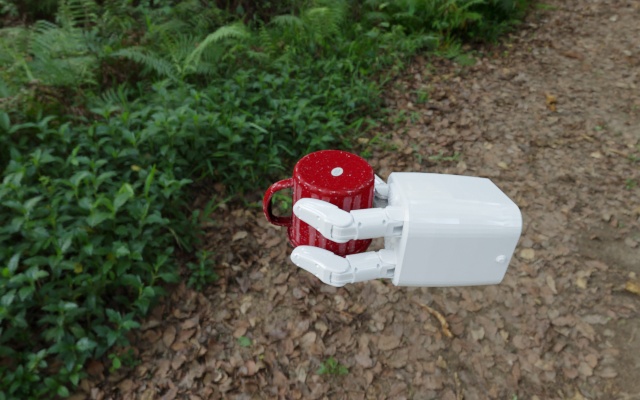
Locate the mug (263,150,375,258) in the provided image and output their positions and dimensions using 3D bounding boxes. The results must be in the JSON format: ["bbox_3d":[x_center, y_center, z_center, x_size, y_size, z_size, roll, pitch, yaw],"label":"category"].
[{"bbox_3d":[-0.001,0.001,0.489,0.117,0.082,0.093,1,37,-4],"label":"mug"}]
